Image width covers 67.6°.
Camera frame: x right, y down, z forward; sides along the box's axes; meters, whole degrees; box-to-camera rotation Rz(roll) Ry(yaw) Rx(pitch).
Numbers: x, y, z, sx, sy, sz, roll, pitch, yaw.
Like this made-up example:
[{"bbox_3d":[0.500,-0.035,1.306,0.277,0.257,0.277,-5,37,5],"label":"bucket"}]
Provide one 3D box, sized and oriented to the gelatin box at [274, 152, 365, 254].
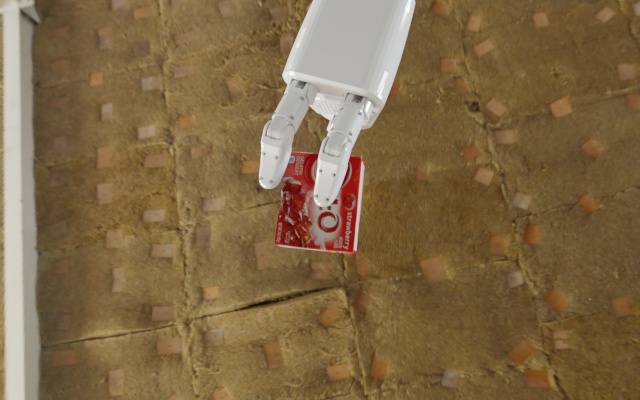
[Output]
[{"bbox_3d":[0.000,0.002,0.440,0.073,0.089,0.030,5,-7,11],"label":"gelatin box"}]
